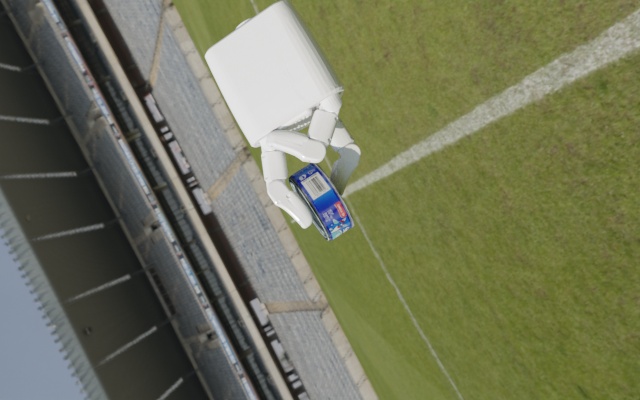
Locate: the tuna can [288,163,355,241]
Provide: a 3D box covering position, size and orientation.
[{"bbox_3d":[0.000,0.002,0.528,0.034,0.086,0.086,-33,5,-7],"label":"tuna can"}]
